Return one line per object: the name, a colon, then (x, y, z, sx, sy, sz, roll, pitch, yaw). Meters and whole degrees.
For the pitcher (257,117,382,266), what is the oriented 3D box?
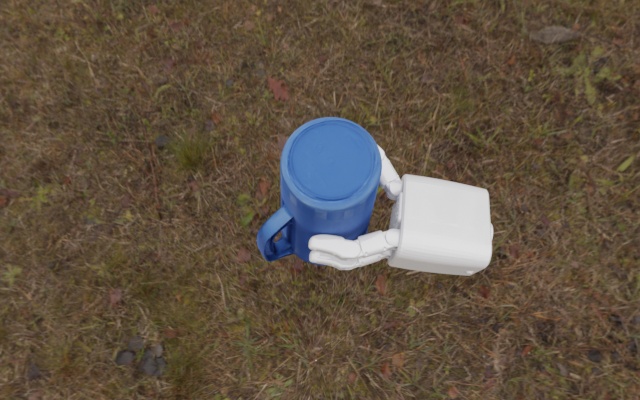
pitcher: (0.000, 0.002, 0.605, 0.145, 0.149, 0.243, 12, -18, 3)
